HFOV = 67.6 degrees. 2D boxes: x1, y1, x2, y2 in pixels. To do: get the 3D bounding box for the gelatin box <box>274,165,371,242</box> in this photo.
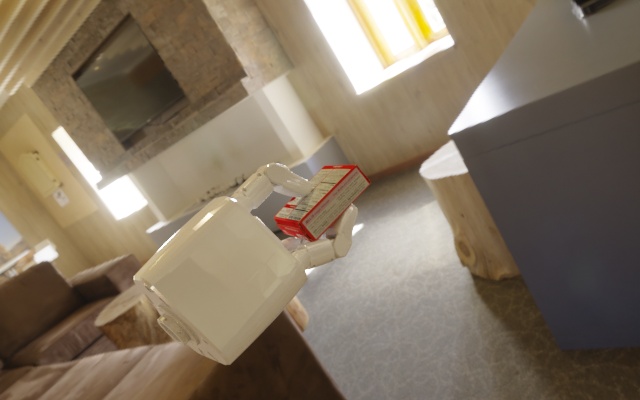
[{"bbox_3d":[0.000,0.001,0.502,0.089,0.030,0.073,-46,20,-16],"label":"gelatin box"}]
